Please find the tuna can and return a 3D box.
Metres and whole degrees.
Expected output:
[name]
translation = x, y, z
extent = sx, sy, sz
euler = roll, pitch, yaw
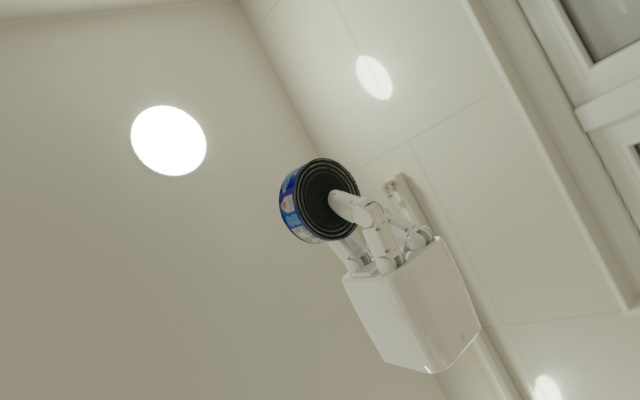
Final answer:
[tuna can]
translation = 0.000, 0.002, 0.494
extent = 0.086, 0.086, 0.034
euler = 0, -12, -38
